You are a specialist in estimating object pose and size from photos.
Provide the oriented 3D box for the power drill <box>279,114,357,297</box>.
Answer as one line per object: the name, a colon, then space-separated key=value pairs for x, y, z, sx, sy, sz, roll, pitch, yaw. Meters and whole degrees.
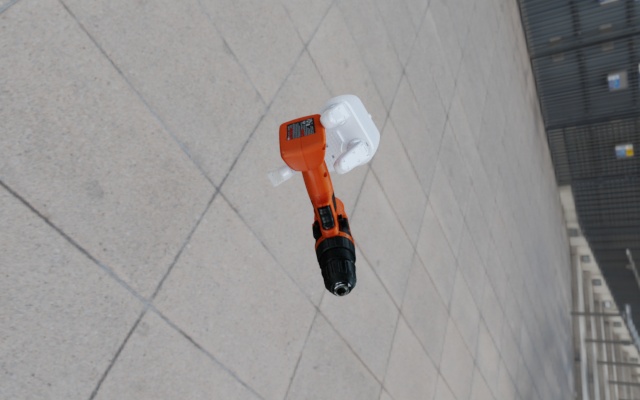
power drill: x=0.000 y=0.001 z=0.595 sx=0.057 sy=0.188 sz=0.184 roll=-14 pitch=32 yaw=2
